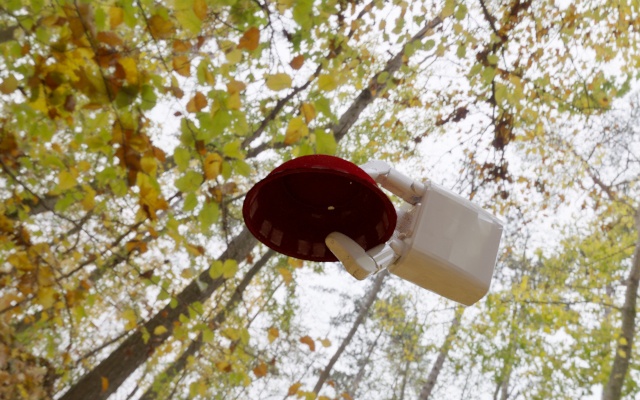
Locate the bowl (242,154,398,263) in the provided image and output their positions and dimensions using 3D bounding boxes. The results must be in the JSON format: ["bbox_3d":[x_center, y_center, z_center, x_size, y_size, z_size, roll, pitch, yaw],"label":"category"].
[{"bbox_3d":[-0.001,0.001,0.512,0.162,0.055,0.162,3,-39,2],"label":"bowl"}]
